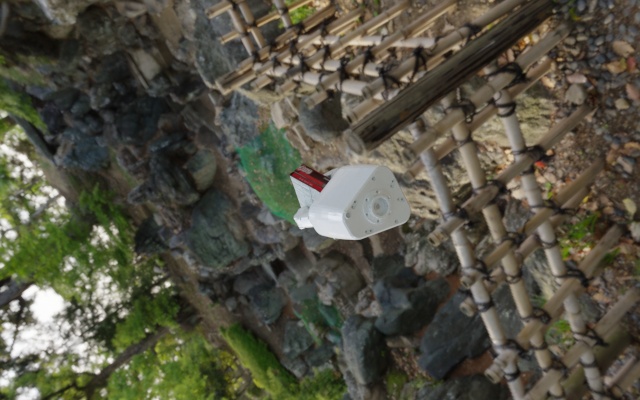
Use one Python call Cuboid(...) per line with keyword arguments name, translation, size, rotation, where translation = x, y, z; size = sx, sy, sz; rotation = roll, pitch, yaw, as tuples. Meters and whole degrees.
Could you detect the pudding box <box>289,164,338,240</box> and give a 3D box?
Cuboid(name="pudding box", translation=(0.000, 0.003, 0.806), size=(0.039, 0.114, 0.090), rotation=(-36, 44, -23))
